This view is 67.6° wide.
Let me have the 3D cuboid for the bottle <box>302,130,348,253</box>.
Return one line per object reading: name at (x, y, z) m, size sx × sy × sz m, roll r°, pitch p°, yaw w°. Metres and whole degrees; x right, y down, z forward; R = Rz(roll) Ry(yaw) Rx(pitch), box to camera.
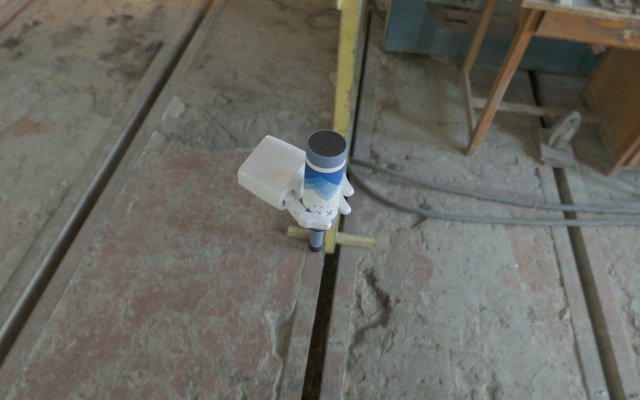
bottle at (0.000, 0.003, 0.876) m, size 0.069 × 0.069 × 0.296 m, roll 0°, pitch -40°, yaw -5°
